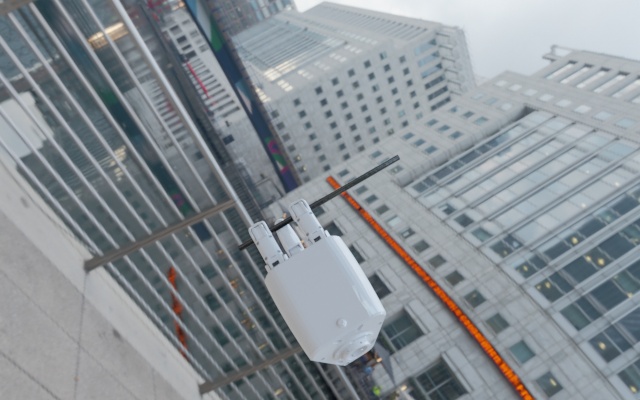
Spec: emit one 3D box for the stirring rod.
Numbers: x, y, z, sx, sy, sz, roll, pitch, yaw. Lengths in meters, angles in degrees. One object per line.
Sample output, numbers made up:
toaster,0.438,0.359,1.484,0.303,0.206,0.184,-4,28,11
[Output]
stirring rod,0.000,0.002,0.620,0.239,0.011,0.011,-30,4,-7
